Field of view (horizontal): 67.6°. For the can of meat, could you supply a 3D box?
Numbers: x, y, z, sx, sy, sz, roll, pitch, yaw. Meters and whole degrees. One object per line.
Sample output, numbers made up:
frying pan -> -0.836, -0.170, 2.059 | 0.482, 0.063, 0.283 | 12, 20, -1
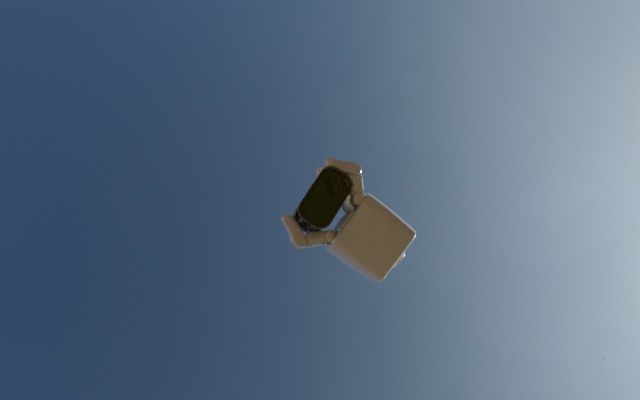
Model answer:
can of meat -> 0.000, 0.003, 0.784 | 0.057, 0.102, 0.084 | 34, -17, -4
